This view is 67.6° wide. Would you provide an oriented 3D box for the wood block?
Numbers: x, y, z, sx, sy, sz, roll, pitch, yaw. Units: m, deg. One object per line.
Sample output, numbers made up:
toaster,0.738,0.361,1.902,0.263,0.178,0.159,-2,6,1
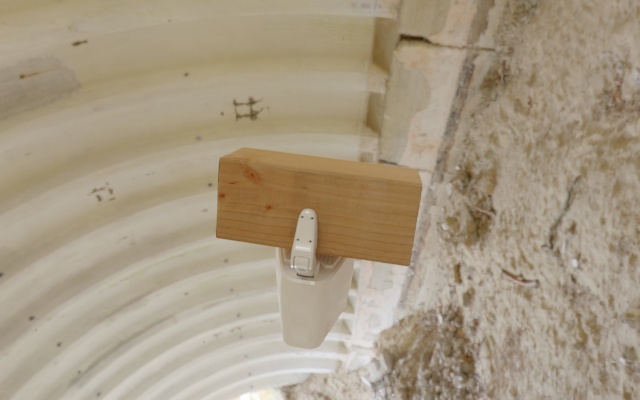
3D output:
wood block,0.000,0.002,0.526,0.206,0.090,0.090,7,15,6
